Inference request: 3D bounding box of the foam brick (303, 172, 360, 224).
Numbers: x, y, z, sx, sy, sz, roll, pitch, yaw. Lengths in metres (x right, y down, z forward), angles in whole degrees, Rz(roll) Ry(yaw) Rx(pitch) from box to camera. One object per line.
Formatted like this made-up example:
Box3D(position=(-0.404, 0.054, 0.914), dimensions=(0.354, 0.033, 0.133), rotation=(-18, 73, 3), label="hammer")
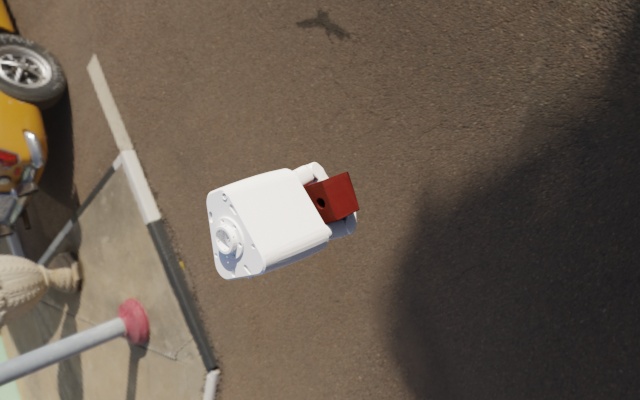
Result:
Box3D(position=(0.000, 0.002, 0.610), dimensions=(0.078, 0.053, 0.051), rotation=(-17, 3, 43), label="foam brick")
